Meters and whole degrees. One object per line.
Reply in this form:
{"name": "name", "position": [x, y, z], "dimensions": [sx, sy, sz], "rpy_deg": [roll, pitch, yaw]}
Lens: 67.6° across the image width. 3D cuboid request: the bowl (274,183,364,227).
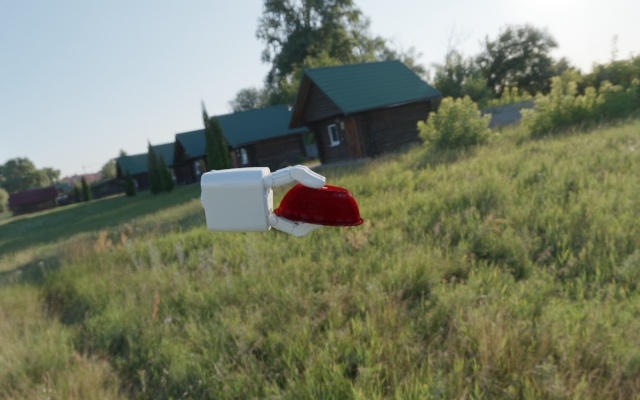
{"name": "bowl", "position": [0.001, 0.002, 0.845], "dimensions": [0.162, 0.055, 0.162], "rpy_deg": [7, 8, -1]}
